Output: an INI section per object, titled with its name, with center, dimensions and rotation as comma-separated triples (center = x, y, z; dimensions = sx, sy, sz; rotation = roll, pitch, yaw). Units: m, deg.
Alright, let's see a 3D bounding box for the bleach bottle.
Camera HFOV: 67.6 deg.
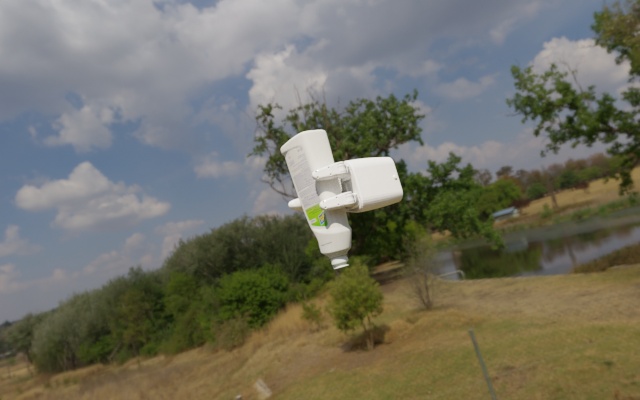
[bleach bottle]
center = 0.000, 0.003, 0.883
dimensions = 0.068, 0.251, 0.102
rotation = -11, -9, -33
